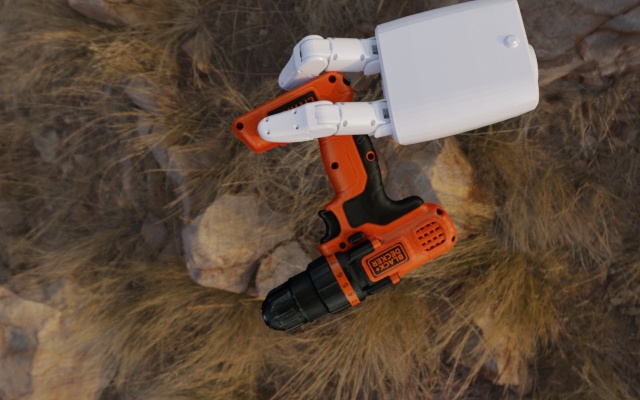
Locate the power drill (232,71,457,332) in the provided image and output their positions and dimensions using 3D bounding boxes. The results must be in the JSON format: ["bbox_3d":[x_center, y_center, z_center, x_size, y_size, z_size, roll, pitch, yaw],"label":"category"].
[{"bbox_3d":[0.000,0.001,0.413,0.184,0.187,0.057,-28,6,-2],"label":"power drill"}]
